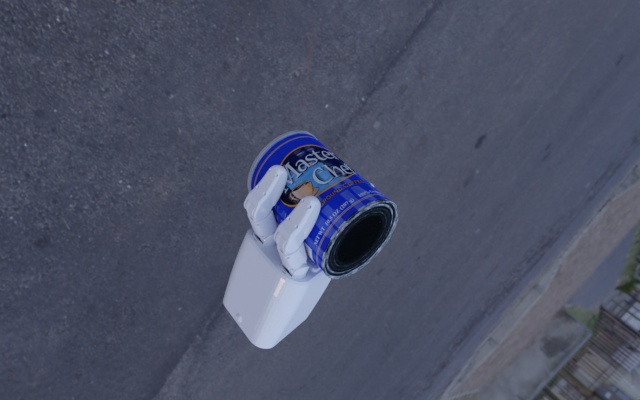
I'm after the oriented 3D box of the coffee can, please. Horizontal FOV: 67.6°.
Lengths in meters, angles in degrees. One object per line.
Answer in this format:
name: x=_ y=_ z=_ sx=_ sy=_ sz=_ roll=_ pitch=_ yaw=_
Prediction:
coffee can: x=0.000 y=0.001 z=0.525 sx=0.103 sy=0.103 sz=0.140 roll=0 pitch=35 yaw=-49
